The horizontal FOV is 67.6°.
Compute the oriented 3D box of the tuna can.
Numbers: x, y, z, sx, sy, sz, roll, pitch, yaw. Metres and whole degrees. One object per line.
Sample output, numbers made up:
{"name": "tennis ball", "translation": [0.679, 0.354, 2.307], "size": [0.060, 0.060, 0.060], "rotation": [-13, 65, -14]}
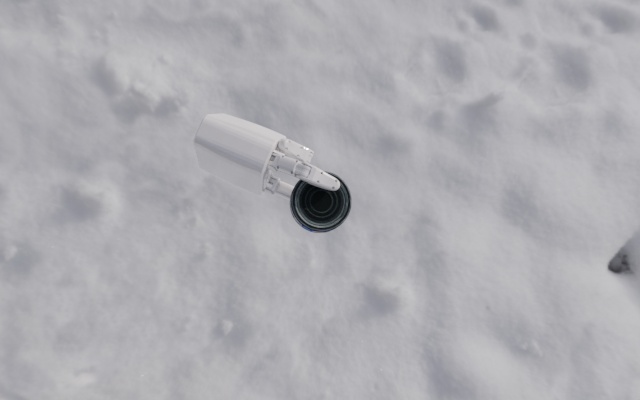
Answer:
{"name": "tuna can", "translation": [0.000, 0.002, 0.668], "size": [0.086, 0.086, 0.034], "rotation": [0, -6, -5]}
